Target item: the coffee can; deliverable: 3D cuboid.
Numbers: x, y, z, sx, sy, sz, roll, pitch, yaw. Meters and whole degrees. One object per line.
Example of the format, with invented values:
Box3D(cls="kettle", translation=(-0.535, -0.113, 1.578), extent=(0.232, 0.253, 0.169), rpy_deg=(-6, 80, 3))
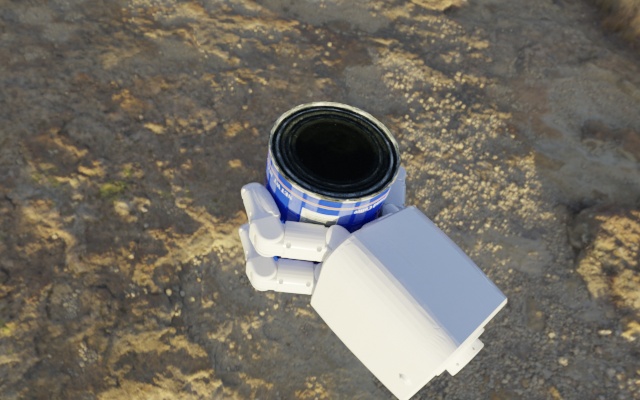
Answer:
Box3D(cls="coffee can", translation=(0.000, 0.001, 0.415), extent=(0.103, 0.102, 0.140), rpy_deg=(0, -37, -12))
